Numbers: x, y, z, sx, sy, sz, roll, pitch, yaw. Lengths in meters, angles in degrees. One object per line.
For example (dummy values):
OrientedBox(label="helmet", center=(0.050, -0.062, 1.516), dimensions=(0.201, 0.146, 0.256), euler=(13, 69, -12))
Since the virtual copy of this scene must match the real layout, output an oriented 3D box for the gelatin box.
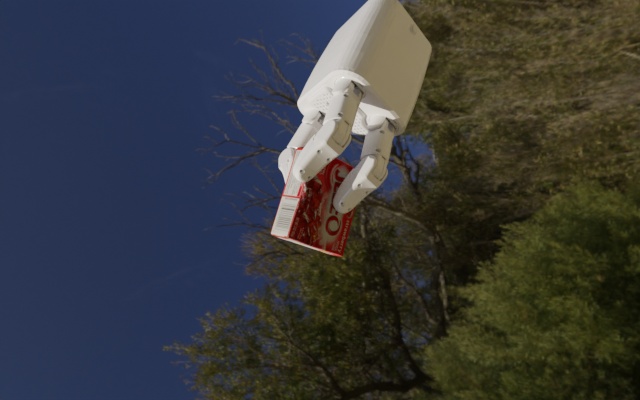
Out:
OrientedBox(label="gelatin box", center=(0.000, 0.002, 0.457), dimensions=(0.073, 0.089, 0.030), euler=(23, -11, -41))
